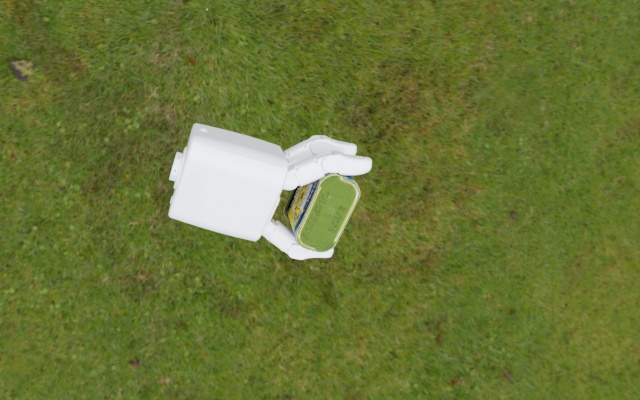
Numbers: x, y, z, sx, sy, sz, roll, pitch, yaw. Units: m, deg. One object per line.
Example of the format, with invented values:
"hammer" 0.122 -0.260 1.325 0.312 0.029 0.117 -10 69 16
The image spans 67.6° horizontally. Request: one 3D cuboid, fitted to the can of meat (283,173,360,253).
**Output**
"can of meat" 0.000 0.002 0.578 0.057 0.102 0.084 19 16 -19
